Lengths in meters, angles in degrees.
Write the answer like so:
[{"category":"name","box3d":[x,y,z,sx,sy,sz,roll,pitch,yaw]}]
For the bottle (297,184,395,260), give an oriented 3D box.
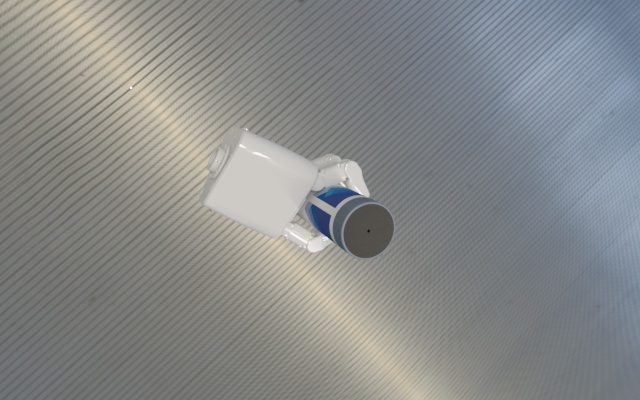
[{"category":"bottle","box3d":[0.000,0.002,0.654,0.069,0.069,0.295,0,12,-22]}]
